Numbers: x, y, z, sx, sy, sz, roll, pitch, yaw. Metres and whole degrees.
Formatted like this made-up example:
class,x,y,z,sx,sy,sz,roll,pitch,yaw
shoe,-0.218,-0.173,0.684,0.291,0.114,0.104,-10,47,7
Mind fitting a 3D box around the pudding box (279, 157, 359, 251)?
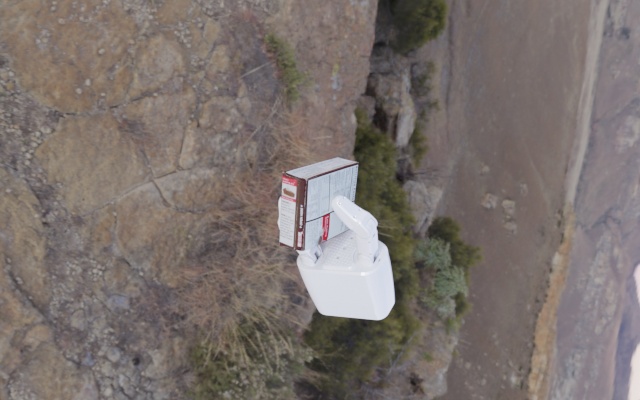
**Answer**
class,x,y,z,sx,sy,sz,roll,pitch,yaw
pudding box,0.000,0.002,0.571,0.039,0.090,0.113,14,21,31
